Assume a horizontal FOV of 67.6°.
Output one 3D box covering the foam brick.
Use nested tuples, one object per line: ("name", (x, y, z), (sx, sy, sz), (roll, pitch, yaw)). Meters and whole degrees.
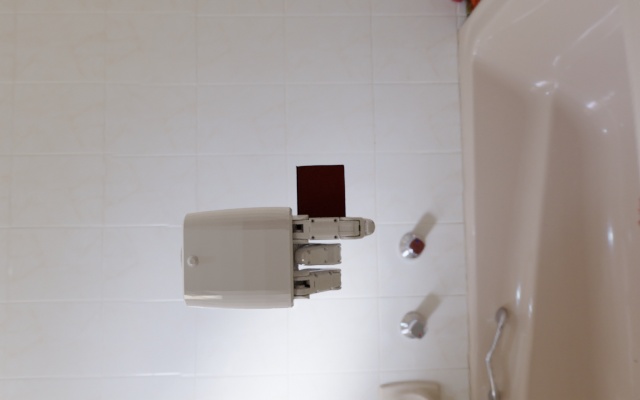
("foam brick", (0.000, 0.001, 0.508), (0.051, 0.078, 0.053), (-1, -2, 0))
